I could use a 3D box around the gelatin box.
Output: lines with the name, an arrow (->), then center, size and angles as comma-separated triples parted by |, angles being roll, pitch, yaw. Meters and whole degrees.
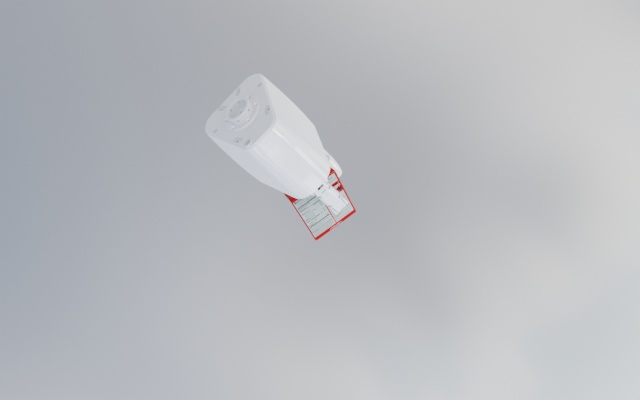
gelatin box -> 0.000, 0.003, 0.662 | 0.073, 0.089, 0.030 | -36, 41, -6
